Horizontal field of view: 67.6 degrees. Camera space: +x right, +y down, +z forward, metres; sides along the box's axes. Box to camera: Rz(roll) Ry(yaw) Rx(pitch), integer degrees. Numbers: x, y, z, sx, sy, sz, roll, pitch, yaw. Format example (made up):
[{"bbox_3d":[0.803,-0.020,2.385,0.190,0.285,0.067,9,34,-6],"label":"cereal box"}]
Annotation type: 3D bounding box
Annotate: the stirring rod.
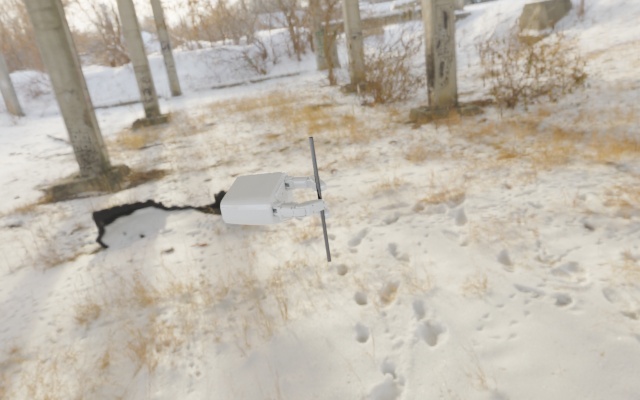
[{"bbox_3d":[0.000,0.003,0.867,0.011,0.240,0.011,-8,19,3],"label":"stirring rod"}]
